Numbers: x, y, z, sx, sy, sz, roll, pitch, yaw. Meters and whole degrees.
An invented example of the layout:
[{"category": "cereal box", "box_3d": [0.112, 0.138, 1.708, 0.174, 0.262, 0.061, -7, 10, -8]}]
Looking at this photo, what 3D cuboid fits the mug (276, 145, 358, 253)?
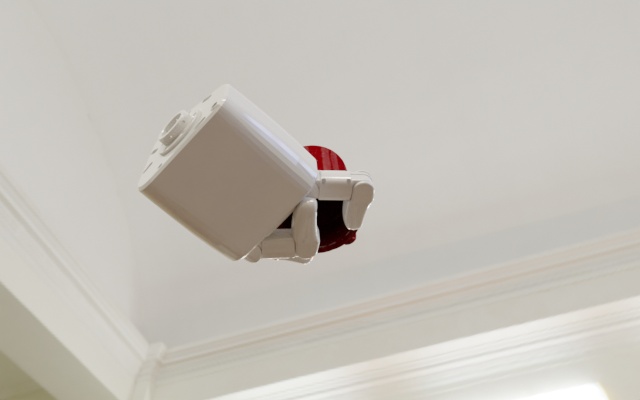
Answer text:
[{"category": "mug", "box_3d": [0.001, 0.002, 0.511, 0.093, 0.081, 0.117, -36, -58, 20]}]
